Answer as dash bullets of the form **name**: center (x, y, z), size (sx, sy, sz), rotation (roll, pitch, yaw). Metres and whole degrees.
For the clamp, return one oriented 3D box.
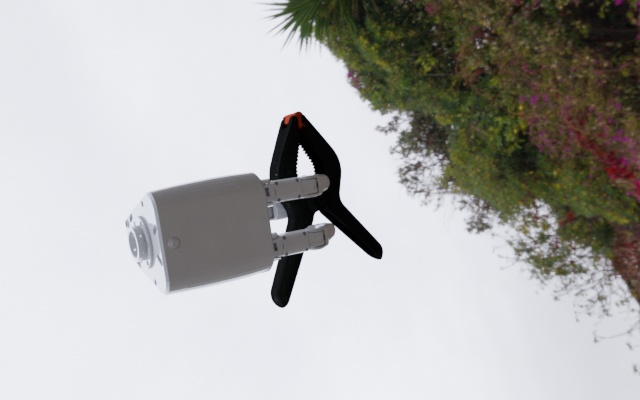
- **clamp**: center (-0.001, 0.001, 0.558), size (0.164, 0.210, 0.036), rotation (-12, 5, -37)
